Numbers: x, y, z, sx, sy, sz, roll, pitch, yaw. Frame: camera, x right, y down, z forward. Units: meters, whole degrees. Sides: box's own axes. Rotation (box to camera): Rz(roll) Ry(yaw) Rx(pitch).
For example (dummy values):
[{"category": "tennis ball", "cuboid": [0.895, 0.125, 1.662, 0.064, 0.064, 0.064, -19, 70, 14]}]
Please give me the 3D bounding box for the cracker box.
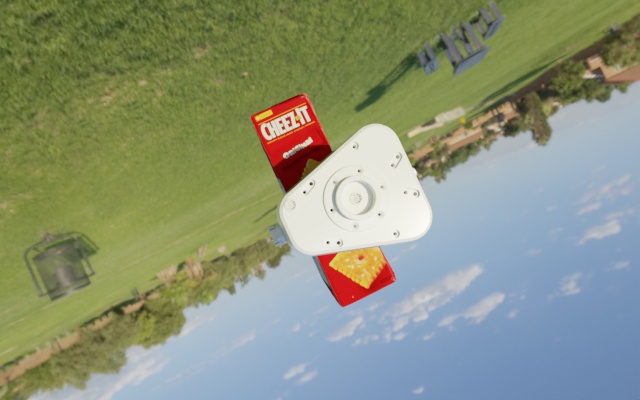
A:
[{"category": "cracker box", "cuboid": [0.000, 0.002, 0.553, 0.072, 0.213, 0.164, -25, -1, -4]}]
